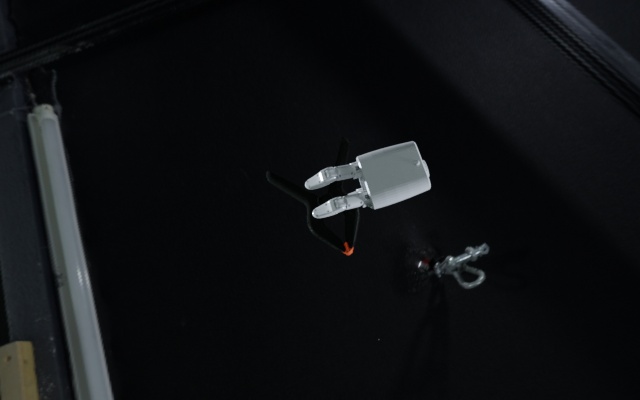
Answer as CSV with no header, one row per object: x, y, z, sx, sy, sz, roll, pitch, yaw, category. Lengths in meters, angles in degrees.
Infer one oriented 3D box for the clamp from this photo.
0.001,0.003,0.856,0.164,0.210,0.036,-18,-17,4,clamp
